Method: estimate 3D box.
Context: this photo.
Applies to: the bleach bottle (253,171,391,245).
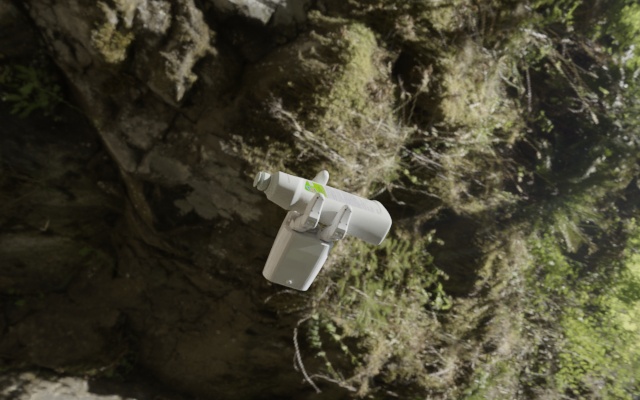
[{"bbox_3d":[0.000,0.003,0.855,0.251,0.068,0.102,21,16,-21],"label":"bleach bottle"}]
